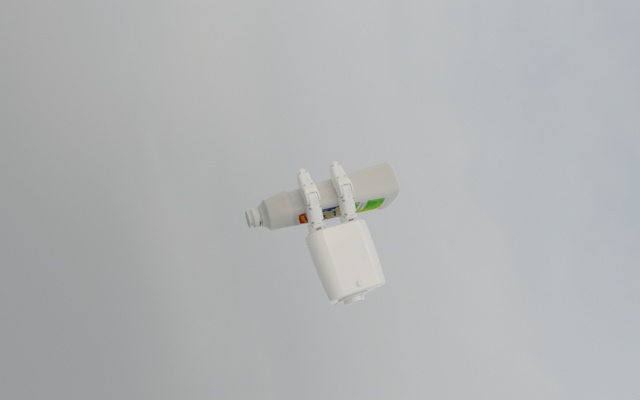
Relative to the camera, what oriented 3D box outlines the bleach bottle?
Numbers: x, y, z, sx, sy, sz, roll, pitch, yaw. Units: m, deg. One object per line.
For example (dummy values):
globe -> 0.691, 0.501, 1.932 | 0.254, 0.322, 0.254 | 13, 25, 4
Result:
bleach bottle -> 0.000, 0.002, 0.789 | 0.251, 0.068, 0.103 | -15, -16, -17
